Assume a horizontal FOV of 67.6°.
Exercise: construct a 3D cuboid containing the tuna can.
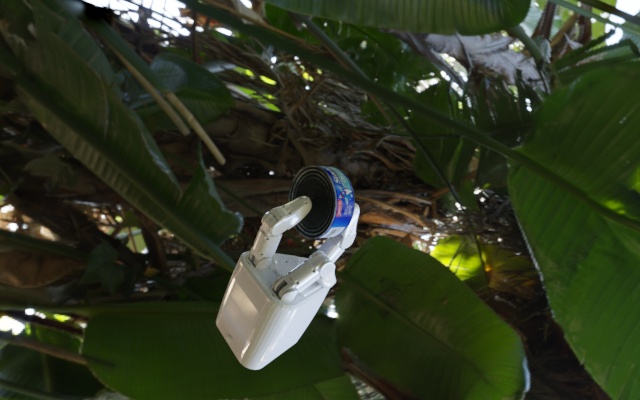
[{"bbox_3d":[0.001,0.002,0.562,0.034,0.086,0.086,0,0,-41],"label":"tuna can"}]
